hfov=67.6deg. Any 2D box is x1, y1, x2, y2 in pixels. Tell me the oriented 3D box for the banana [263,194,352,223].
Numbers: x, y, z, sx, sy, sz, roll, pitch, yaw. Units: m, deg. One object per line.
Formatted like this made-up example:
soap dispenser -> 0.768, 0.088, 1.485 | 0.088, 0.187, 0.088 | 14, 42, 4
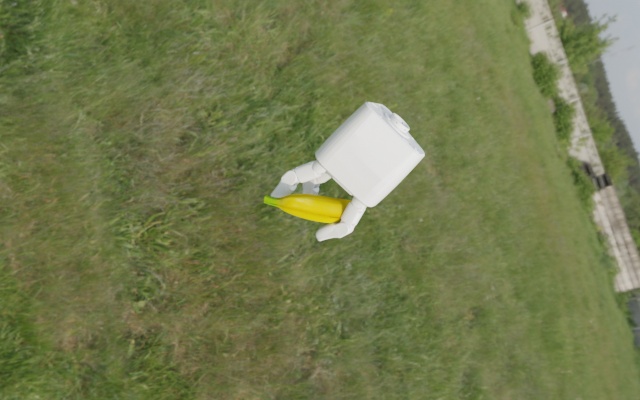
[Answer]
banana -> 0.010, 0.010, 0.727 | 0.198, 0.037, 0.069 | 9, 17, -47
